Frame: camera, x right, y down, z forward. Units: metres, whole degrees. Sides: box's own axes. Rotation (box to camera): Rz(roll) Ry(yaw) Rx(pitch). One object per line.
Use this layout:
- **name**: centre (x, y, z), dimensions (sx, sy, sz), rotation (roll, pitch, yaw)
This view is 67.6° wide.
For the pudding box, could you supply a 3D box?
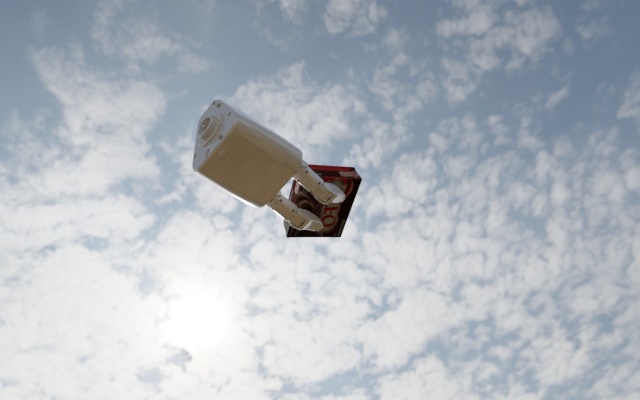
- **pudding box**: centre (0.000, 0.002, 0.697), dimensions (0.090, 0.114, 0.039), rotation (2, 38, -22)
